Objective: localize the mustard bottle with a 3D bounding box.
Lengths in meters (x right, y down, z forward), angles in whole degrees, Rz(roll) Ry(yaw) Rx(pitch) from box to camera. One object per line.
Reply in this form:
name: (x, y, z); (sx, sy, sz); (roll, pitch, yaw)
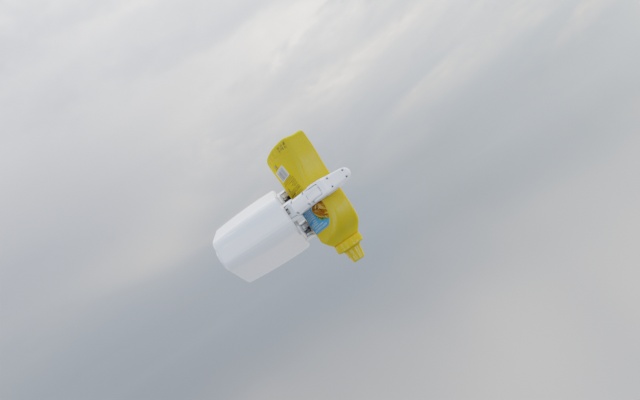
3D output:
mustard bottle: (0.000, 0.002, 0.666); (0.058, 0.191, 0.096); (-31, -6, -27)
